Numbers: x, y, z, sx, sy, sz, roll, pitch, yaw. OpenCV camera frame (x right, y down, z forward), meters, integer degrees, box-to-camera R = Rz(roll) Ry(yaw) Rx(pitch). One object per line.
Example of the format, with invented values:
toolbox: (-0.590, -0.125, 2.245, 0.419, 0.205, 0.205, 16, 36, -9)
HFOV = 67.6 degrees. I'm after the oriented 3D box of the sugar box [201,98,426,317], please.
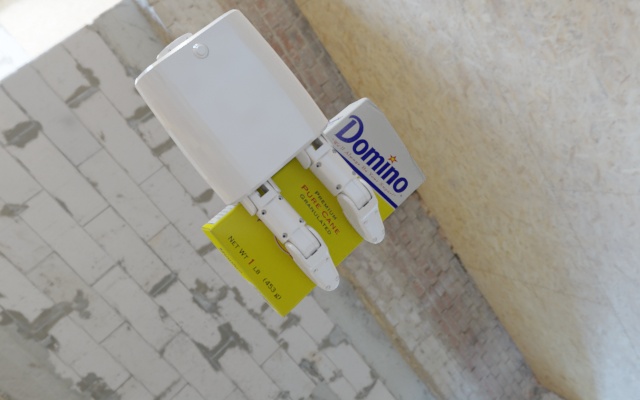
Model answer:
sugar box: (0.000, 0.001, 0.401, 0.176, 0.093, 0.048, -42, 15, -16)
